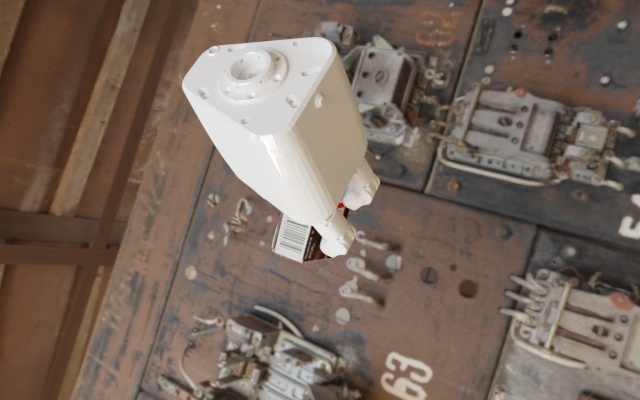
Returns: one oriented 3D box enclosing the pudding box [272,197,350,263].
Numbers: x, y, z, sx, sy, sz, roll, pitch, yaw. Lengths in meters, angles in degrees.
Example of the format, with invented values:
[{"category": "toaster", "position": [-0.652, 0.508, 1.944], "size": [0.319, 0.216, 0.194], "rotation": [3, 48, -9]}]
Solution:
[{"category": "pudding box", "position": [0.000, 0.001, 0.472], "size": [0.039, 0.113, 0.090], "rotation": [18, 4, 23]}]
